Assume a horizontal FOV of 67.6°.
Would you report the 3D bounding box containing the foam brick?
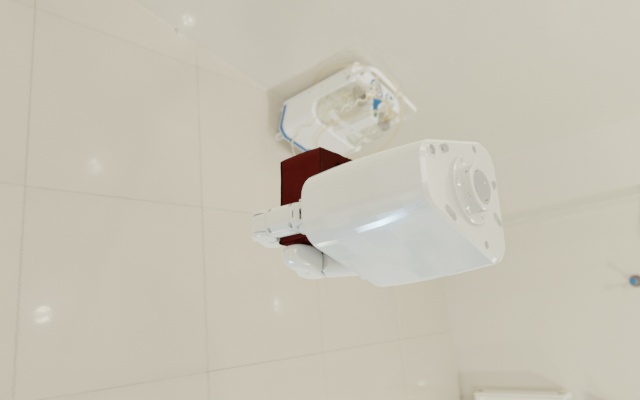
[{"bbox_3d":[0.000,0.001,0.414,0.053,0.078,0.051,16,-25,-42],"label":"foam brick"}]
